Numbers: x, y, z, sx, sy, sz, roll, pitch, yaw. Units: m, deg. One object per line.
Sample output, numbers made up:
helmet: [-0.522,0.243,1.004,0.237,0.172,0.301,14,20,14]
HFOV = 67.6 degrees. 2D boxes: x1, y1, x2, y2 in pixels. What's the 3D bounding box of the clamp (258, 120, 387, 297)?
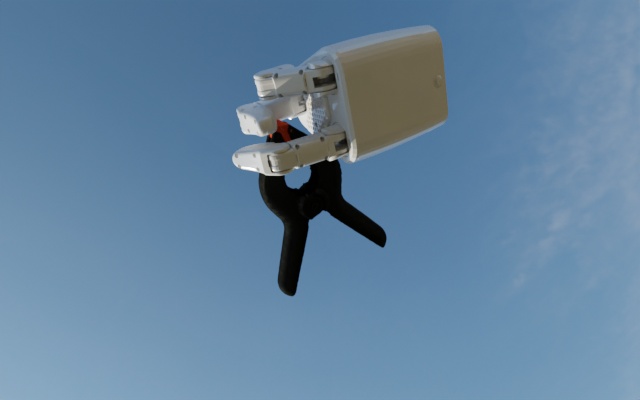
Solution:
clamp: [0.000,0.001,0.458,0.120,0.171,0.039,-21,27,-20]
